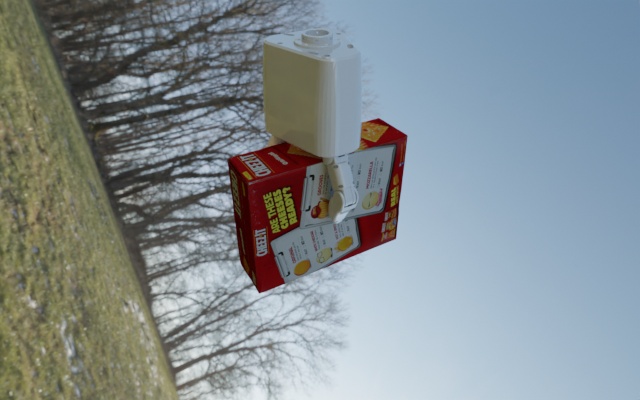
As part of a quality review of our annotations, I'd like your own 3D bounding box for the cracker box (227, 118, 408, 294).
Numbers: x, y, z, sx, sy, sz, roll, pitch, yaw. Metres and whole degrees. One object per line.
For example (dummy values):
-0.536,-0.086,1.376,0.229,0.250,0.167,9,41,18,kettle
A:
0.000,0.002,0.601,0.213,0.164,0.072,-18,38,-25,cracker box
